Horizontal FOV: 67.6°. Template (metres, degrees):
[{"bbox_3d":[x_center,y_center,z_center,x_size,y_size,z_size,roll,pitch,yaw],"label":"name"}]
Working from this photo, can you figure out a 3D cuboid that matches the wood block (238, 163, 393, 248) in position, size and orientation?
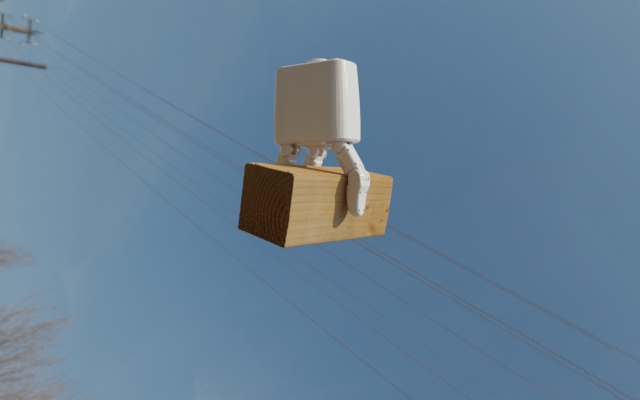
[{"bbox_3d":[0.000,0.002,0.652,0.091,0.090,0.206,16,12,41],"label":"wood block"}]
